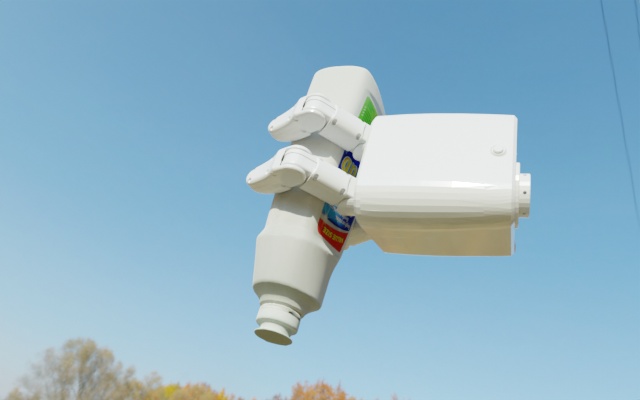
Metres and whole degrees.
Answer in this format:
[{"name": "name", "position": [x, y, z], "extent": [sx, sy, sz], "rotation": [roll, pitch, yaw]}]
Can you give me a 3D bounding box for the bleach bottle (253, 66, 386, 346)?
[{"name": "bleach bottle", "position": [0.000, 0.001, 0.408], "extent": [0.068, 0.250, 0.103], "rotation": [2, -37, 22]}]
